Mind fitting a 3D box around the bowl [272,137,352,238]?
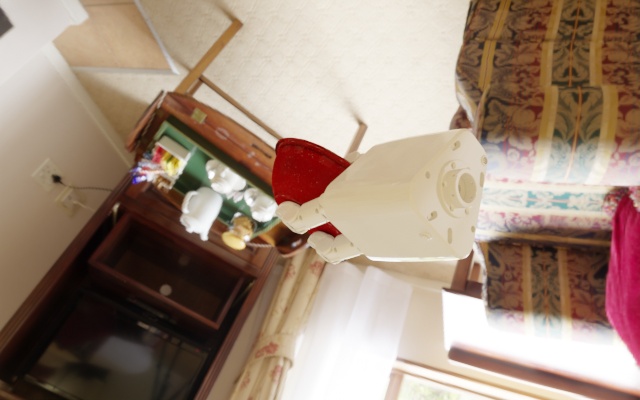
[{"bbox_3d":[-0.001,0.002,0.547,0.162,0.055,0.162,31,-18,11],"label":"bowl"}]
